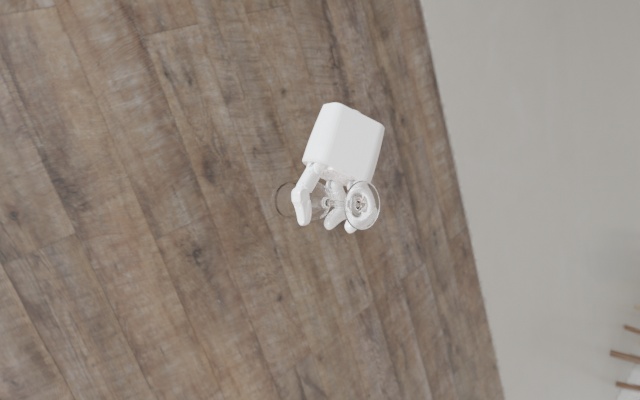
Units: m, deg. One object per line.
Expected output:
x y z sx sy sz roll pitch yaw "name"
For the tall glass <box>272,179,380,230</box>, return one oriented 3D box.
0.000 0.003 0.790 0.079 0.079 0.201 0 2 -40 "tall glass"
